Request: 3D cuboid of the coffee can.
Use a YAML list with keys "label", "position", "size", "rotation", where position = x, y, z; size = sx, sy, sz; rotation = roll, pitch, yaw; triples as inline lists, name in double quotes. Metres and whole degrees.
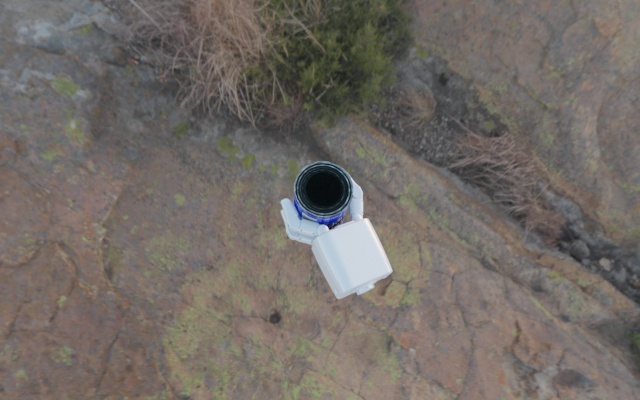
- label: "coffee can"
  position: [0.000, 0.003, 0.873]
  size: [0.103, 0.102, 0.140]
  rotation: [0, -19, -5]
